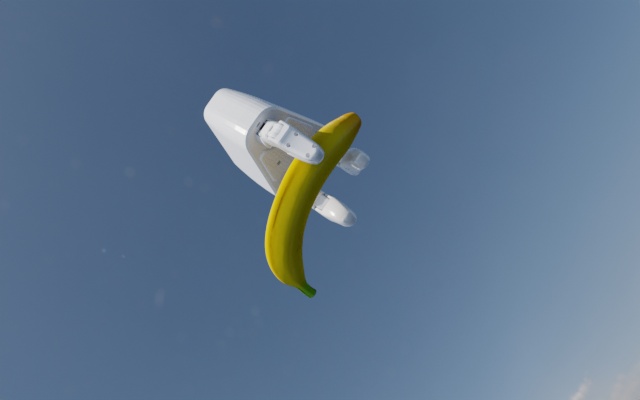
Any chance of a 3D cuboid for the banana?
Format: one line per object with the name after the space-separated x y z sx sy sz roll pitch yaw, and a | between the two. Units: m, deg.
-0.015 0.004 0.475 0.069 0.198 0.037 5 17 -40 | banana
